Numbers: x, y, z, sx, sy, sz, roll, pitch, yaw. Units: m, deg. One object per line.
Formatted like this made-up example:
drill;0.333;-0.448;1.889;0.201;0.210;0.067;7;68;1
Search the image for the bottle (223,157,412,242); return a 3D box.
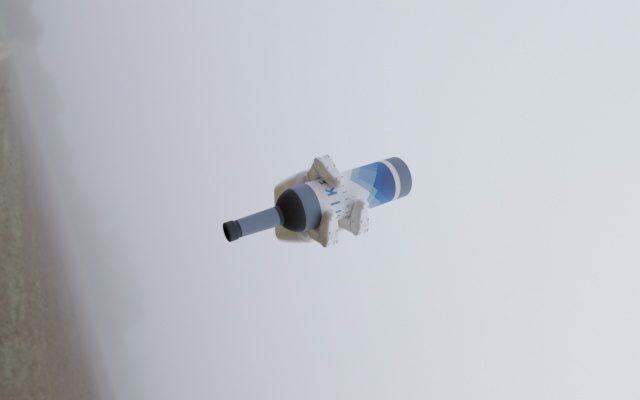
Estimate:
bottle;0.000;0.002;0.699;0.295;0.069;0.069;-18;8;-27
